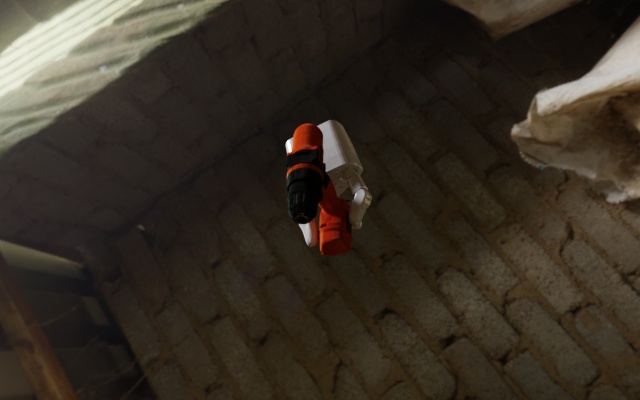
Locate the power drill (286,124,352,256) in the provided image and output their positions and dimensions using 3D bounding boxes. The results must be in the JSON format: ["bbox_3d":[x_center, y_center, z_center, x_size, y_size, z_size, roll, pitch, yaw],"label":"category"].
[{"bbox_3d":[0.000,0.003,0.733,0.057,0.184,0.188,-8,-43,14],"label":"power drill"}]
